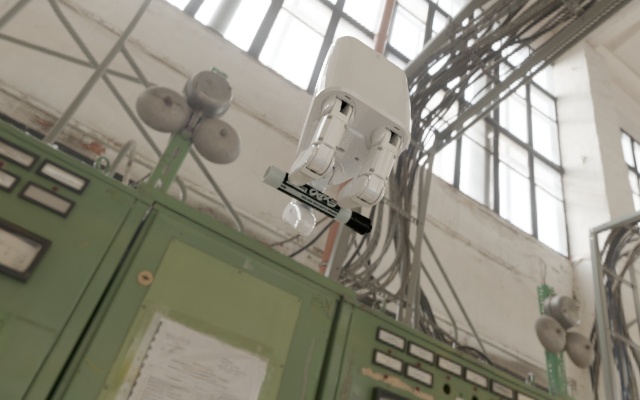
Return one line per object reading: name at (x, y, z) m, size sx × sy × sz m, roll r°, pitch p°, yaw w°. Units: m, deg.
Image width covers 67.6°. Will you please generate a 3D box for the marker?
marker at (0.000, 0.002, 0.462) m, size 0.121 × 0.020 × 0.020 m, roll 29°, pitch -10°, yaw -19°
